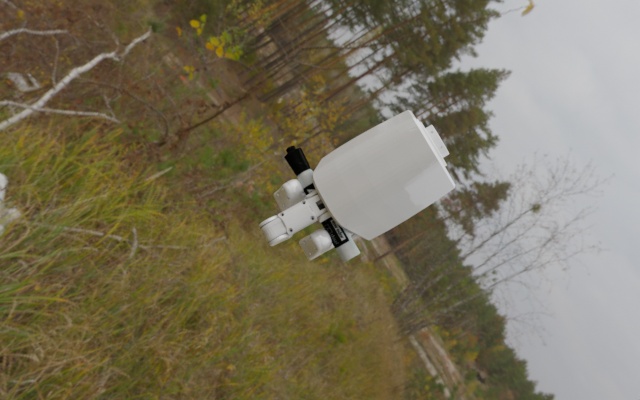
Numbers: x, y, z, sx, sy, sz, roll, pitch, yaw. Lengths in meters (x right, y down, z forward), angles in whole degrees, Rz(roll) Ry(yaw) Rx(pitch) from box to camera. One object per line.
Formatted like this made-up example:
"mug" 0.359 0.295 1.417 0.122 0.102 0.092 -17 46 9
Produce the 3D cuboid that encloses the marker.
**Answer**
"marker" 0.000 0.002 0.453 0.020 0.121 0.020 -29 -6 -3
